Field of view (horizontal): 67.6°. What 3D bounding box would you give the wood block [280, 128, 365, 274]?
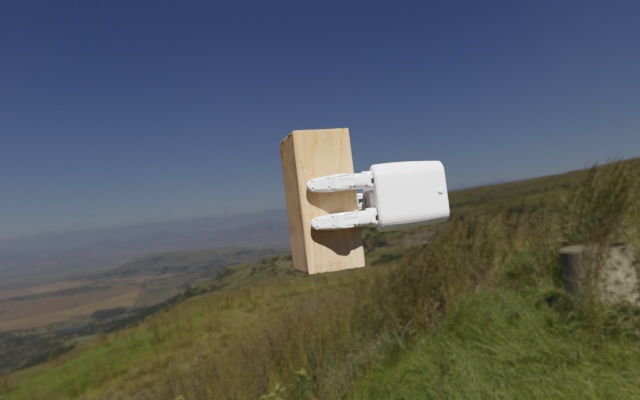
[{"bbox_3d":[0.000,0.002,0.732,0.090,0.206,0.091,-6,-3,-17],"label":"wood block"}]
